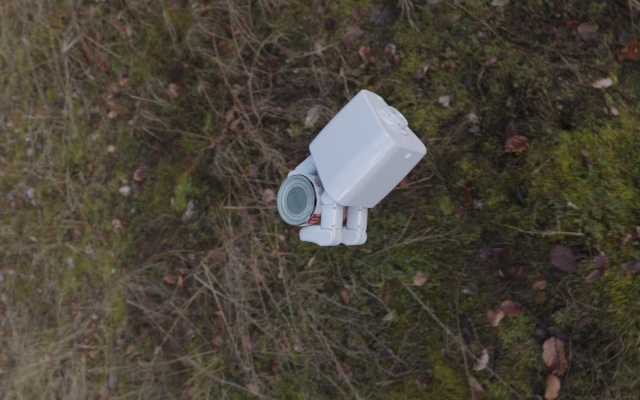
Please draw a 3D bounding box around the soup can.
[{"bbox_3d":[0.000,0.002,0.644,0.068,0.068,0.102,0,-3,39],"label":"soup can"}]
